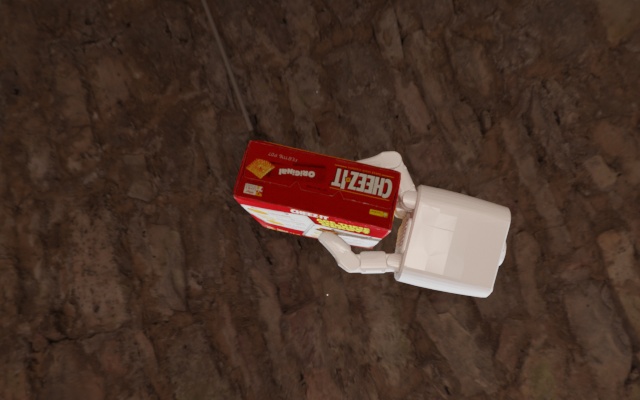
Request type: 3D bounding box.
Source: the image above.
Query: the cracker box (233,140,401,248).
[{"bbox_3d":[0.000,0.002,0.581,0.164,0.072,0.214,12,-11,3],"label":"cracker box"}]
